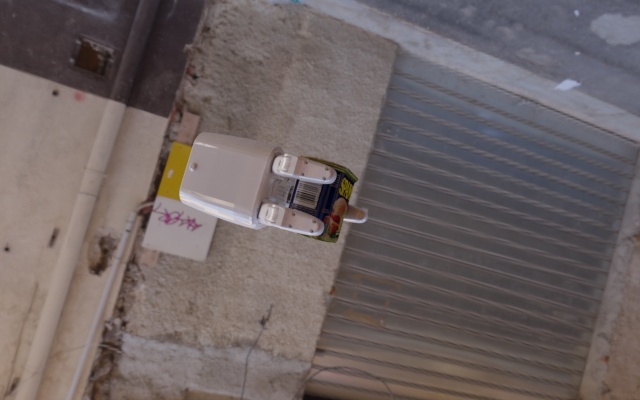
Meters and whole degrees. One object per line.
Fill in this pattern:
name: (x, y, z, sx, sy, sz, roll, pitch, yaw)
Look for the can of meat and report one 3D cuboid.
can of meat: (0.000, 0.002, 0.549, 0.057, 0.084, 0.102, 16, -3, 14)
